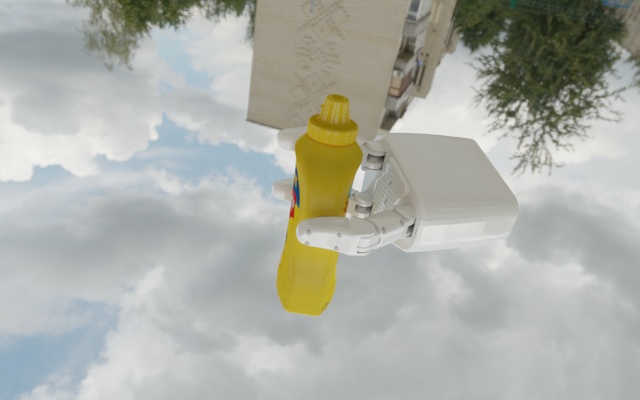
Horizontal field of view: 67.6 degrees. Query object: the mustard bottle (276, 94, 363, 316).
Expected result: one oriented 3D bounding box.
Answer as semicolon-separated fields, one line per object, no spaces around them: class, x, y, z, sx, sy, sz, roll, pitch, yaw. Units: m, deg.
mustard bottle;0.000;0.002;0.422;0.058;0.192;0.096;10;29;-1
